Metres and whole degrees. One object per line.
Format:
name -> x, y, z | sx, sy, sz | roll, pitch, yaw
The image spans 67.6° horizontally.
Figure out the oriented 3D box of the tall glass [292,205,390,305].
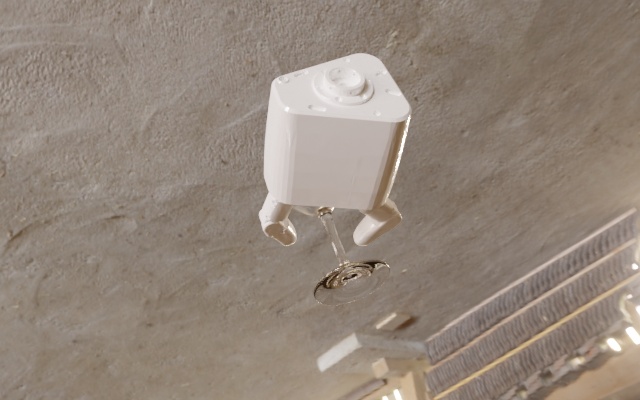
tall glass -> 0.000, 0.002, 0.496 | 0.079, 0.201, 0.079 | -14, -37, -11
